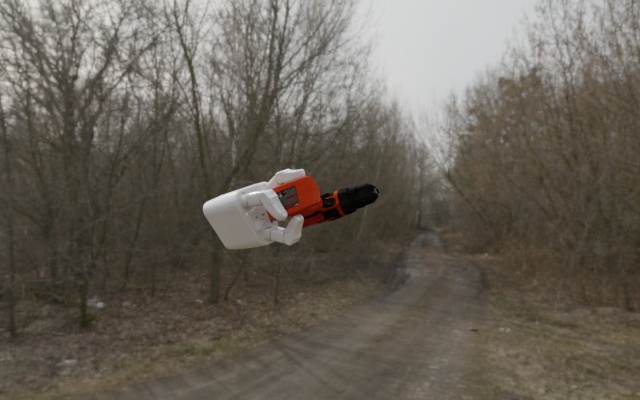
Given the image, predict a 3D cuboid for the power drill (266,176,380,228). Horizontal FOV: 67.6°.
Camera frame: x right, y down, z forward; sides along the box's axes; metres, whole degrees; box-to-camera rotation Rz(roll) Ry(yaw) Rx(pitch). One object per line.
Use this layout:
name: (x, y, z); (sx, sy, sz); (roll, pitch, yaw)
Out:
power drill: (0.000, 0.003, 0.880); (0.184, 0.057, 0.188); (-21, -16, 22)
